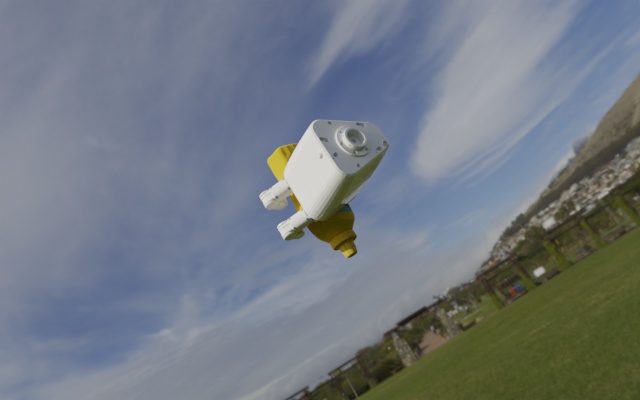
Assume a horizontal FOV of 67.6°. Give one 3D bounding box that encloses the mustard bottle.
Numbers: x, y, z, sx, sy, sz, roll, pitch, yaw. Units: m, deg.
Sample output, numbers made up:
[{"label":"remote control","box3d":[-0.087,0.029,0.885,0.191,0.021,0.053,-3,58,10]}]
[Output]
[{"label":"mustard bottle","box3d":[0.000,0.002,0.727,0.058,0.191,0.096,-43,-22,28]}]
